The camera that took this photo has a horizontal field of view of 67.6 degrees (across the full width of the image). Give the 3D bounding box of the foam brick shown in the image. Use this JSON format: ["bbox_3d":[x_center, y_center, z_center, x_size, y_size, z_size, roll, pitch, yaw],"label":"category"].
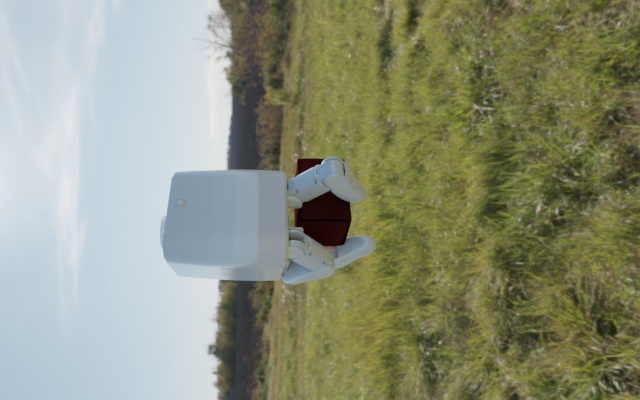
[{"bbox_3d":[0.000,0.001,0.493,0.051,0.078,0.053,1,-35,-7],"label":"foam brick"}]
